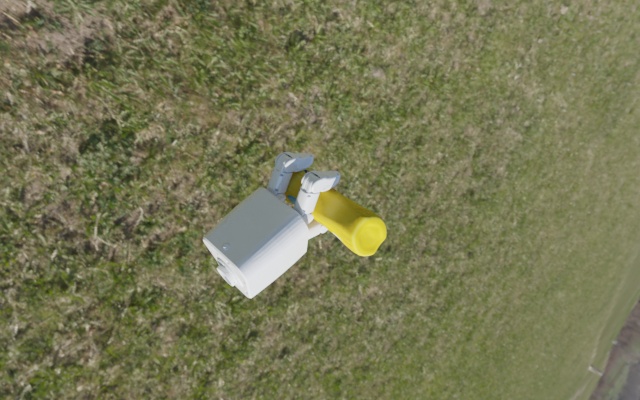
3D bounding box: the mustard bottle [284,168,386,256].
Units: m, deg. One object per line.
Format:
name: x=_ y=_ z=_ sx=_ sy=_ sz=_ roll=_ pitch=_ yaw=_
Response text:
mustard bottle: x=0.001 y=0.002 z=0.673 sx=0.191 sy=0.058 sz=0.096 roll=35 pitch=-1 yaw=31
